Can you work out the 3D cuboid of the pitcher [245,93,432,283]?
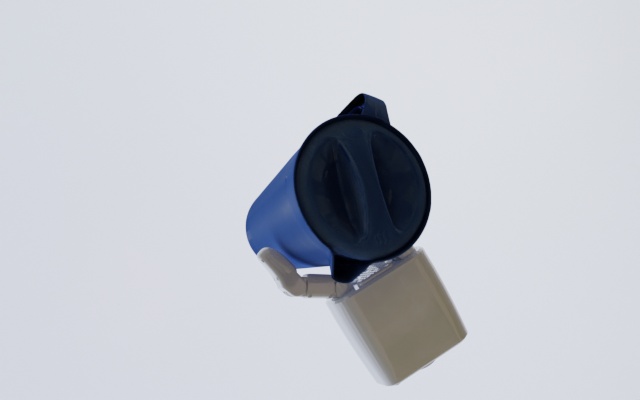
[{"bbox_3d":[0.000,0.002,0.517,0.149,0.145,0.243,-32,2,-25],"label":"pitcher"}]
